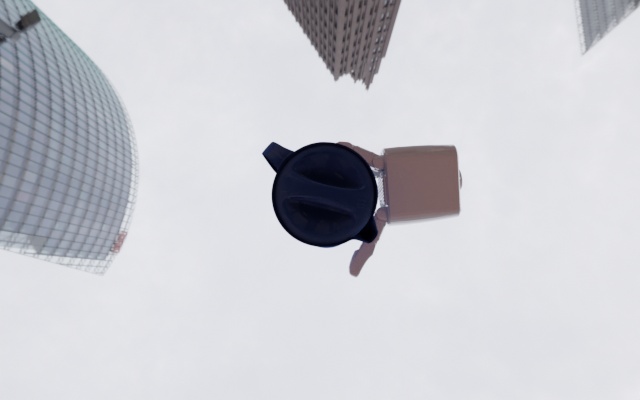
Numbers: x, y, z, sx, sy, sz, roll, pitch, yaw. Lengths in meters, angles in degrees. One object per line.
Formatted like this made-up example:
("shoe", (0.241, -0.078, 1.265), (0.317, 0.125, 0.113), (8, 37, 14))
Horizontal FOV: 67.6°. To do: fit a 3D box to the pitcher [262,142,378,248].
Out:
("pitcher", (0.000, 0.002, 0.705), (0.145, 0.149, 0.243), (-5, -9, 0))
